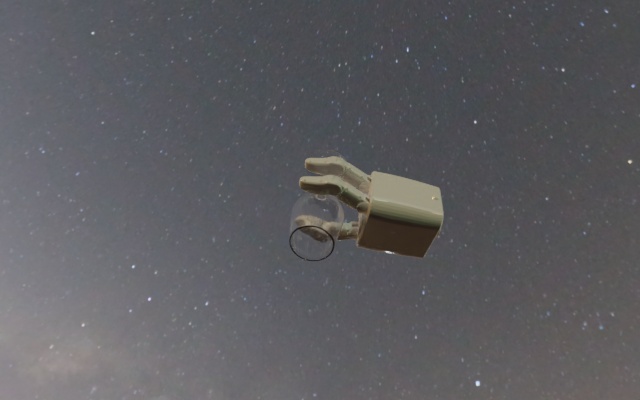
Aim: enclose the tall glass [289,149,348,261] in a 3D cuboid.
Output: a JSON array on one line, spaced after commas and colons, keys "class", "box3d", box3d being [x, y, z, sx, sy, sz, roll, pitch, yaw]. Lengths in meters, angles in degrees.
[{"class": "tall glass", "box3d": [0.000, 0.002, 0.720, 0.079, 0.079, 0.201, 0, 34, 9]}]
